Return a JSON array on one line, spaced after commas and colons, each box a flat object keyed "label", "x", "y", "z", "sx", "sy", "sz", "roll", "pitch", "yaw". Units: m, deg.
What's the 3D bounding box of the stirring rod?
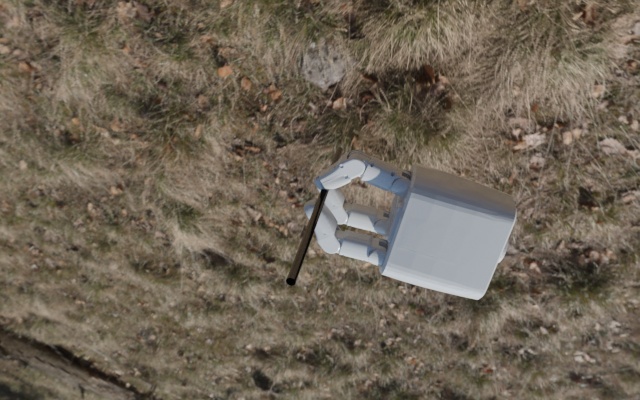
[{"label": "stirring rod", "x": 0.000, "y": 0.002, "z": 0.474, "sx": 0.011, "sy": 0.011, "sz": 0.239, "roll": 0, "pitch": 31, "yaw": 13}]
